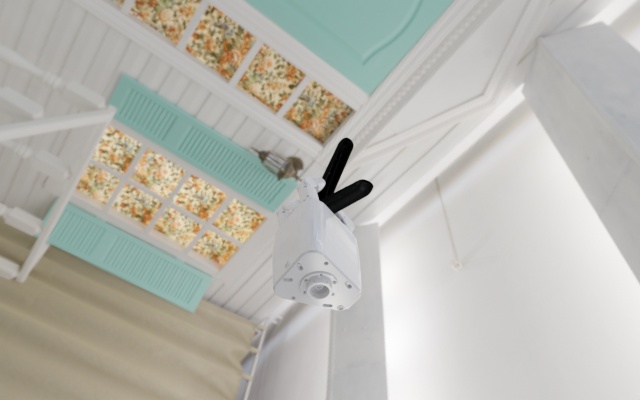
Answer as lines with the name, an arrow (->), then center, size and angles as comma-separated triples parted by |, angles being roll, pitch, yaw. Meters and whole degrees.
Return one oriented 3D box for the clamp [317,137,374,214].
clamp -> 0.000, 0.003, 0.752 | 0.036, 0.210, 0.164 | 31, 28, -22
